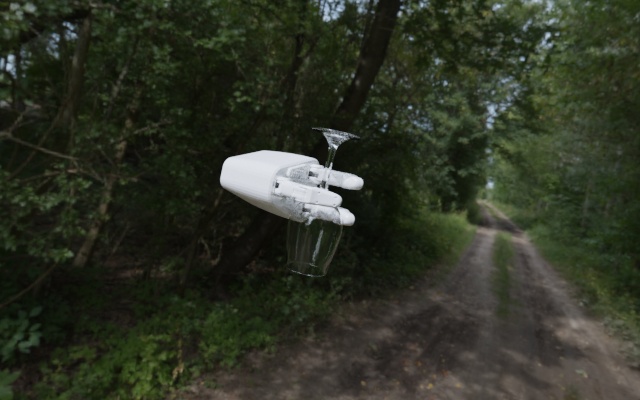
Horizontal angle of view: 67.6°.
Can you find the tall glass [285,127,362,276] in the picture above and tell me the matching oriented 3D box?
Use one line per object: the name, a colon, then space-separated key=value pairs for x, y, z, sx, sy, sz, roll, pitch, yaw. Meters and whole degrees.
tall glass: x=0.000 y=0.002 z=0.675 sx=0.079 sy=0.201 sz=0.079 roll=12 pitch=4 yaw=-1
